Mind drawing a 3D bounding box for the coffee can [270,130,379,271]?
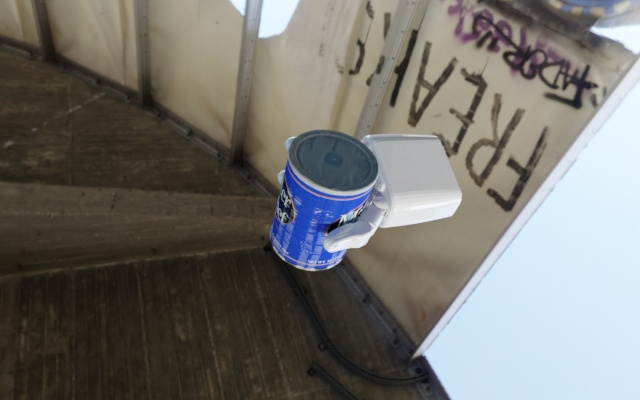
[{"bbox_3d":[0.000,0.002,0.571,0.103,0.102,0.140,0,-43,-18],"label":"coffee can"}]
